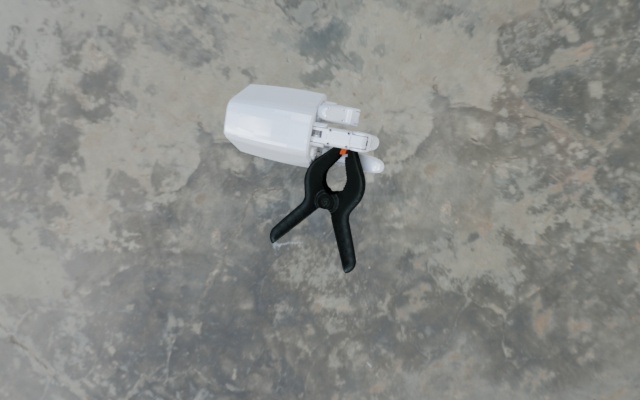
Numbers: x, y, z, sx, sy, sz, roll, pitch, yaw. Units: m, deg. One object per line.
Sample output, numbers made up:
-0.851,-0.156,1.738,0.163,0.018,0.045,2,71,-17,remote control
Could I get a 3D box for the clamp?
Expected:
0.000,0.002,0.616,0.120,0.171,0.039,11,11,5,clamp
